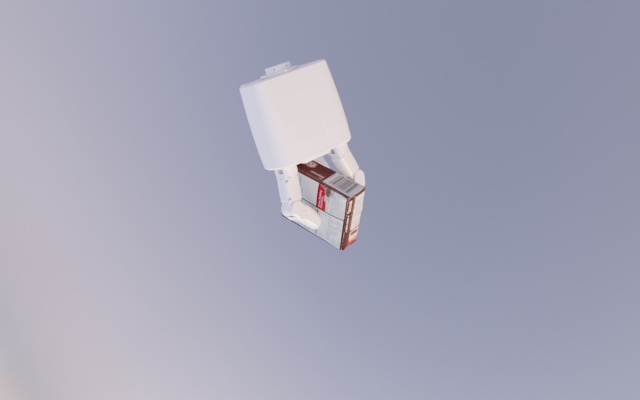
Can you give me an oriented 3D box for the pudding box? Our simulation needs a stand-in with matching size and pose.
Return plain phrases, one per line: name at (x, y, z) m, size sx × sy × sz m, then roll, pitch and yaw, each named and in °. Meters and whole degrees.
pudding box at (0.000, 0.002, 0.639) m, size 0.113 × 0.090 × 0.039 m, roll 30°, pitch 43°, yaw 29°
